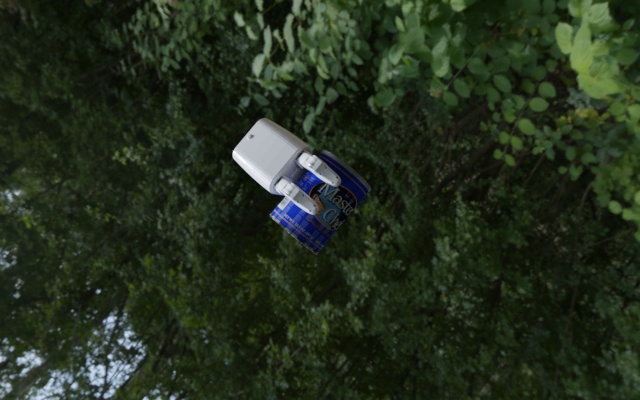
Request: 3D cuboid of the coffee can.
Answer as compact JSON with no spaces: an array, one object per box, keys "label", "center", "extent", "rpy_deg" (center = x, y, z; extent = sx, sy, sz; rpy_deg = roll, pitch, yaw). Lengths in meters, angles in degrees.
[{"label":"coffee can","center":[0.000,0.003,0.786],"extent":[0.103,0.140,0.103],"rpy_deg":[40,-2,2]}]
